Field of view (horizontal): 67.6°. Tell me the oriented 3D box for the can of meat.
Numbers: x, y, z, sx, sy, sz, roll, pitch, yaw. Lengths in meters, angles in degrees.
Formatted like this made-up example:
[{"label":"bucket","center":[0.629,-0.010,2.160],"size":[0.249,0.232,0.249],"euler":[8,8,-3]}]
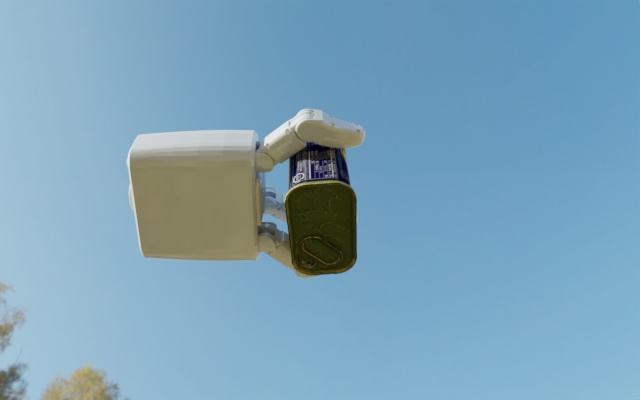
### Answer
[{"label":"can of meat","center":[0.000,0.001,0.428],"size":[0.057,0.102,0.084],"euler":[-4,38,0]}]
